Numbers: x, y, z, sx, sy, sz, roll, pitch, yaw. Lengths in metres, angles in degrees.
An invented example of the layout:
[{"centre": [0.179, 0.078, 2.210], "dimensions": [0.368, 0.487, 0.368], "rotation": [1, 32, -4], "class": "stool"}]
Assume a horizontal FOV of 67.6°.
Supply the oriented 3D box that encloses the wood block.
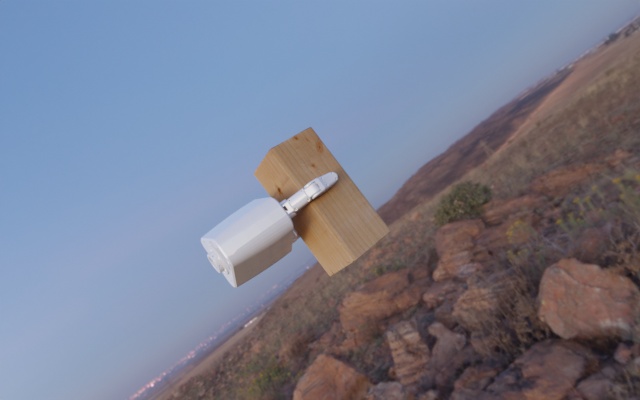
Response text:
[{"centre": [0.000, 0.002, 0.752], "dimensions": [0.090, 0.206, 0.091], "rotation": [-34, -5, -34], "class": "wood block"}]
